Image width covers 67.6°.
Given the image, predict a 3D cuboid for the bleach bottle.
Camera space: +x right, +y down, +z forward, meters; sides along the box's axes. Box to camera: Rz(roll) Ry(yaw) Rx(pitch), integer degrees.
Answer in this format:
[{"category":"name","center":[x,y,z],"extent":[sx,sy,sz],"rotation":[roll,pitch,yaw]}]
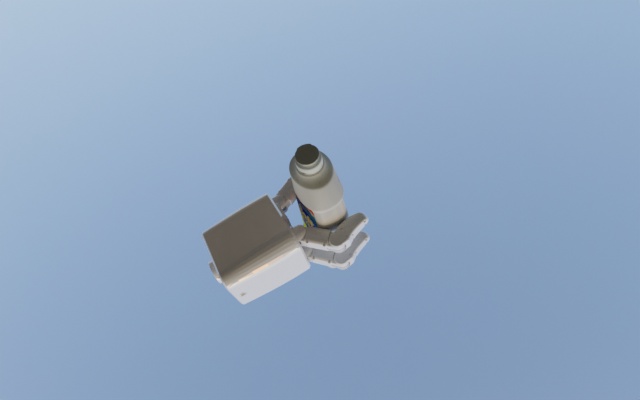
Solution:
[{"category":"bleach bottle","center":[0.000,0.002,0.638],"extent":[0.068,0.102,0.251],"rotation":[-29,-29,-6]}]
